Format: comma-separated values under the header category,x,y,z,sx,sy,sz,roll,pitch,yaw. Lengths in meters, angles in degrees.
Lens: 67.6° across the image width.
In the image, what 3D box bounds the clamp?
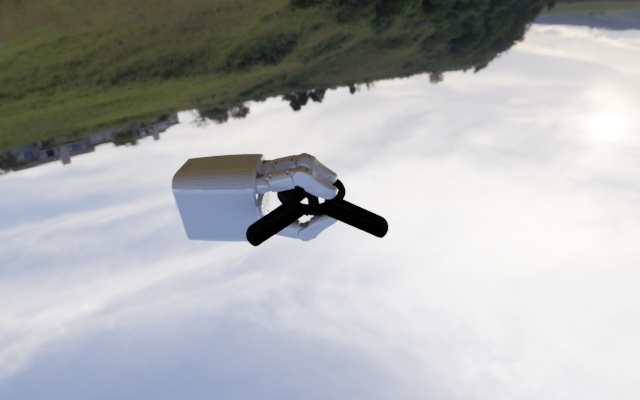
category,x,y,z,sx,sy,sz,roll,pitch,yaw
clamp,0.000,0.003,0.630,0.164,0.036,0.210,0,23,2
